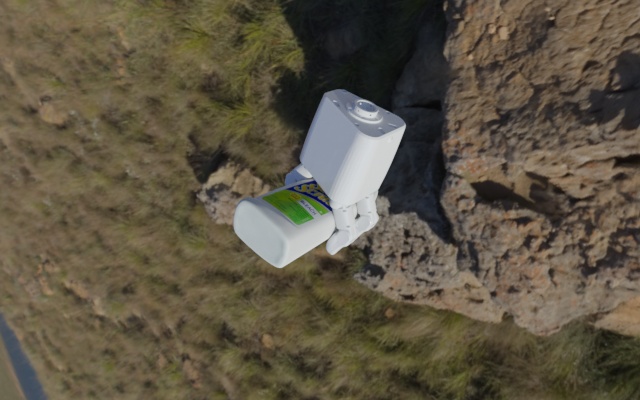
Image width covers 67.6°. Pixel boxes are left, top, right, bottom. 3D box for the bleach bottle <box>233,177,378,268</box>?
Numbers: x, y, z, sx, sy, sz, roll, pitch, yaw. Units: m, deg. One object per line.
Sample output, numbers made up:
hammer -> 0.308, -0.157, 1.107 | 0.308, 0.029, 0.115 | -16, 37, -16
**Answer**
bleach bottle -> 0.000, 0.002, 0.693 | 0.102, 0.068, 0.250 | 37, 40, 22
